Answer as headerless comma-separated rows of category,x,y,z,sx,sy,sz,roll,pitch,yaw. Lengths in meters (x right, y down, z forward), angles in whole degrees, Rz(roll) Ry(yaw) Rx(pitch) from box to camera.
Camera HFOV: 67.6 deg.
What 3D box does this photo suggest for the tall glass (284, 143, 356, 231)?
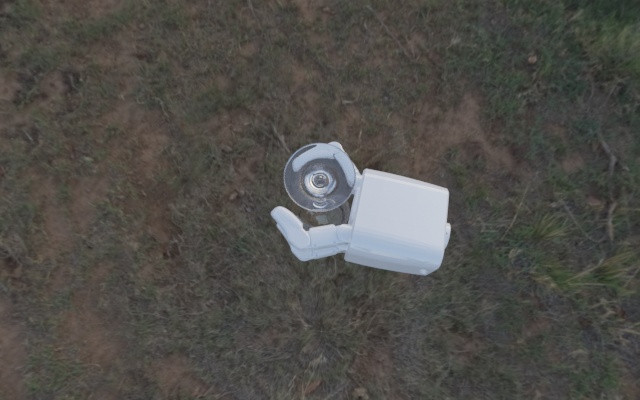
tall glass,0.000,0.002,0.584,0.079,0.079,0.201,0,-15,0
